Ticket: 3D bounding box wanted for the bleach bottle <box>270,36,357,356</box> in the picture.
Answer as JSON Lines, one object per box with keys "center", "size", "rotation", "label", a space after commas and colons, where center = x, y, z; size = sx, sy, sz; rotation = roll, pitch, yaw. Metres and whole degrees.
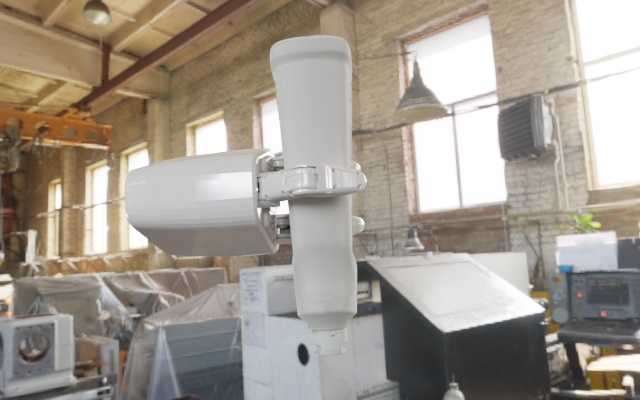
{"center": [0.000, 0.001, 0.404], "size": [0.068, 0.251, 0.102], "rotation": [-4, -7, 3], "label": "bleach bottle"}
